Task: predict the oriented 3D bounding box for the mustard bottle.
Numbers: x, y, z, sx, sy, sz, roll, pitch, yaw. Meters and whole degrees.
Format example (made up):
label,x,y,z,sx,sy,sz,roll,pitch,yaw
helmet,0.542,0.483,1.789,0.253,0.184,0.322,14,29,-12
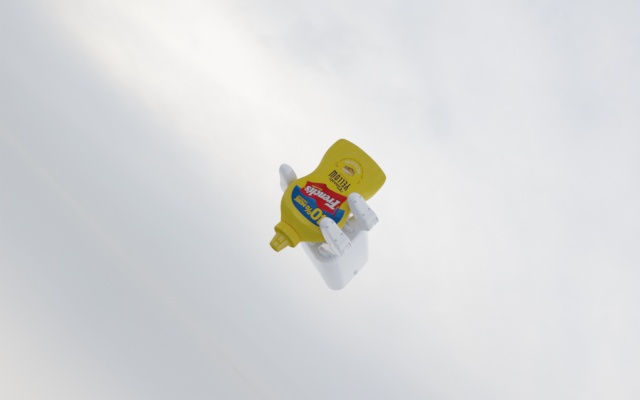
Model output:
label,x,y,z,sx,sy,sz,roll,pitch,yaw
mustard bottle,0.000,0.002,0.681,0.191,0.096,0.058,-44,-7,-20
